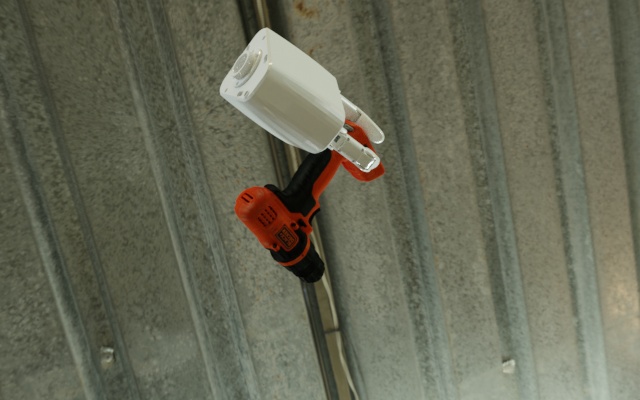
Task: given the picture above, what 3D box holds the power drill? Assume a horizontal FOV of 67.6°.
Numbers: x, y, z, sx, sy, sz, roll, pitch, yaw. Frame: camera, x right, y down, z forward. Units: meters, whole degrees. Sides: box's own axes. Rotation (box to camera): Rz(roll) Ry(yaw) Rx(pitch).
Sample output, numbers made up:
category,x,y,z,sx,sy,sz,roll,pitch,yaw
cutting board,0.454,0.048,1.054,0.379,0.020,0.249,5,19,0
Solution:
category,x,y,z,sx,sy,sz,roll,pitch,yaw
power drill,0.000,0.001,0.614,0.057,0.187,0.184,28,-18,42
